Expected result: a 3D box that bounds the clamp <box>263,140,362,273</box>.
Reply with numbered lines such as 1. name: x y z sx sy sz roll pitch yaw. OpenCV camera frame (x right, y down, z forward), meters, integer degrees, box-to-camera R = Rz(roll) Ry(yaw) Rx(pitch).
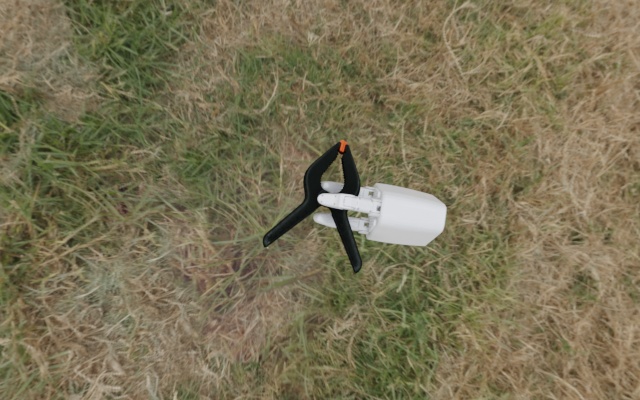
1. clamp: 0.000 0.002 0.778 0.164 0.210 0.036 9 -6 -4
